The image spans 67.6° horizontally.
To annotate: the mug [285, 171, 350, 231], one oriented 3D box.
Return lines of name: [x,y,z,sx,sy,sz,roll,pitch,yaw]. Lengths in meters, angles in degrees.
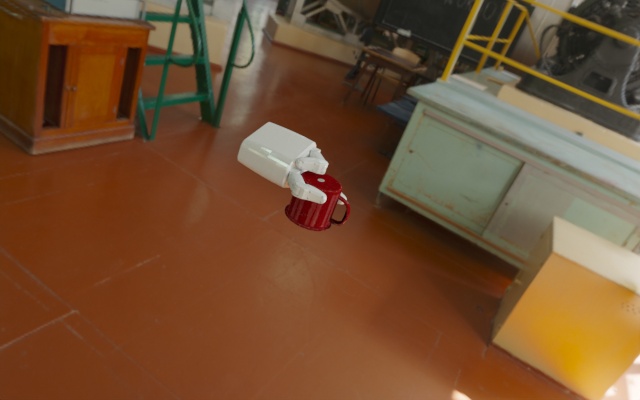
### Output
mug: [0.001,0.003,0.878,0.117,0.081,0.093,27,26,13]
